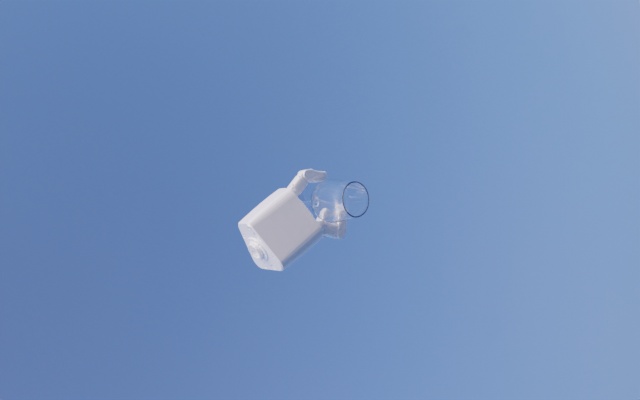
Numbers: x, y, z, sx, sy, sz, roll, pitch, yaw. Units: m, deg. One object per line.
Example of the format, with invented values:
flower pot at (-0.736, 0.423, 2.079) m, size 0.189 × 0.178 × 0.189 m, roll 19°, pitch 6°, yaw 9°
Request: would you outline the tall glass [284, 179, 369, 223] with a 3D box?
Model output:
tall glass at (0.000, 0.003, 0.888) m, size 0.079 × 0.079 × 0.201 m, roll 0°, pitch -3°, yaw -38°
